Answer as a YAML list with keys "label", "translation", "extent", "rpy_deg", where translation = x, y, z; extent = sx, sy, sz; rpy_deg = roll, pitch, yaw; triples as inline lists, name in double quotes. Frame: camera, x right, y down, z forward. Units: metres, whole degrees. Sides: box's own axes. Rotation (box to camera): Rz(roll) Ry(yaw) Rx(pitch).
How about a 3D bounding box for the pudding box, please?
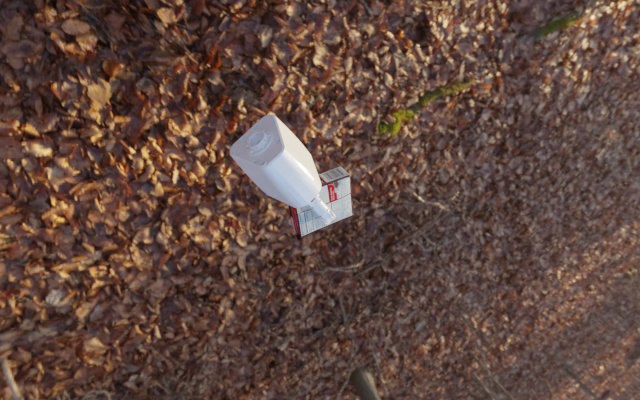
- label: "pudding box"
  translation: [0.000, 0.003, 0.831]
  extent: [0.113, 0.090, 0.039]
  rpy_deg: [-21, 38, -19]
